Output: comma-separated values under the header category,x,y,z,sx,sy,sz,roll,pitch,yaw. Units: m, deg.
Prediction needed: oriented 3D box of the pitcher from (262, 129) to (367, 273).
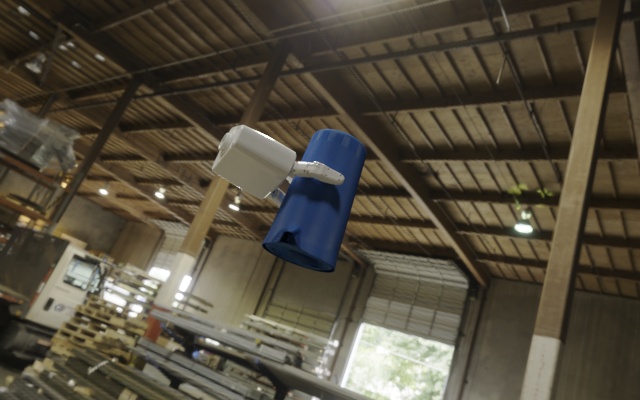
category,x,y,z,sx,sy,sz,roll,pitch,yaw
pitcher,0.000,0.003,0.868,0.145,0.242,0.149,29,-20,-22
